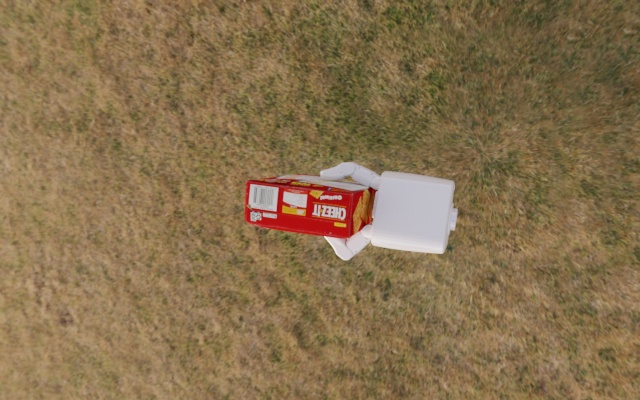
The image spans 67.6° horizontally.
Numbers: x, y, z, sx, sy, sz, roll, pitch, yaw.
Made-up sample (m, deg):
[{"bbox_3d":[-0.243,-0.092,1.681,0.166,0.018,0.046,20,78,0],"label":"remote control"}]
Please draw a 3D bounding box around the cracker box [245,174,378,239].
[{"bbox_3d":[0.000,0.002,0.763,0.164,0.072,0.213,7,8,18],"label":"cracker box"}]
